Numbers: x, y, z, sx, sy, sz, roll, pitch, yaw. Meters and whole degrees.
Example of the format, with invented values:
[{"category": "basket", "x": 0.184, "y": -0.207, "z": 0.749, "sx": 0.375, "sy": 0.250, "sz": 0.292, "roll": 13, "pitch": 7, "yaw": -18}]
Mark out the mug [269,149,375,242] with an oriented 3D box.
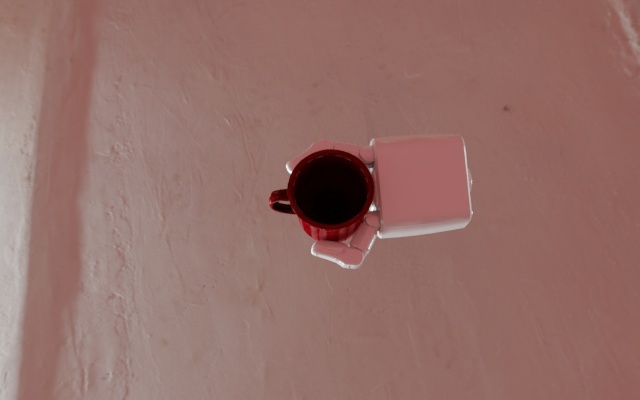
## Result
[{"category": "mug", "x": -0.001, "y": 0.002, "z": 0.545, "sx": 0.117, "sy": 0.093, "sz": 0.081, "roll": -4, "pitch": -20, "yaw": 0}]
